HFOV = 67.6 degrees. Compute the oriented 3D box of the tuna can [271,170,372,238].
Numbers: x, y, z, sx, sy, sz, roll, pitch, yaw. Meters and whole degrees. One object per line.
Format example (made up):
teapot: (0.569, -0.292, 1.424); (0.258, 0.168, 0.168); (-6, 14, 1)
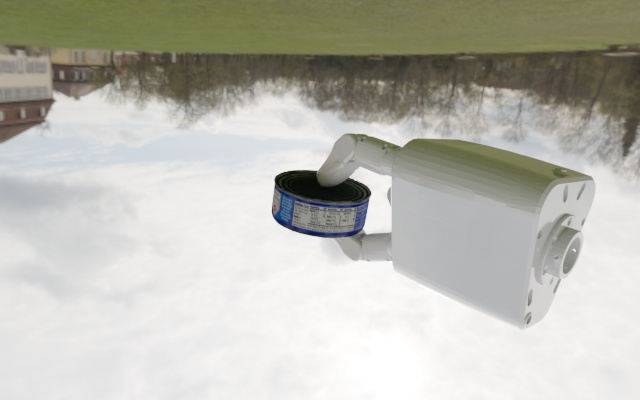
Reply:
tuna can: (0.000, 0.002, 0.421); (0.086, 0.034, 0.086); (8, 19, -3)
